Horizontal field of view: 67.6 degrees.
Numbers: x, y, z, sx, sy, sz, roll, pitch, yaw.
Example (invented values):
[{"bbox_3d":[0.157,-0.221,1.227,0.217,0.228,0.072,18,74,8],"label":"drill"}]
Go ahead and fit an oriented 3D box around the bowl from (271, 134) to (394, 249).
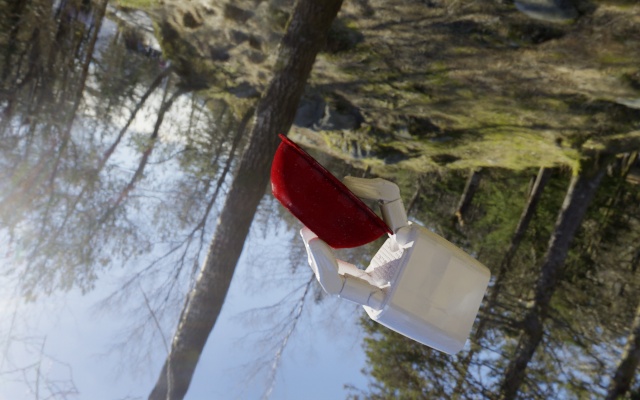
[{"bbox_3d":[-0.001,0.001,0.511,0.162,0.055,0.162,42,0,0],"label":"bowl"}]
